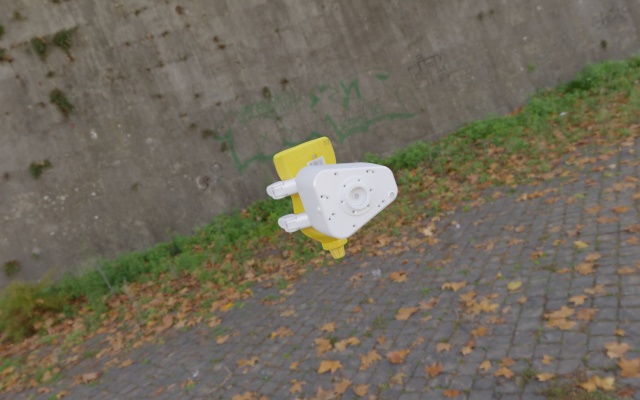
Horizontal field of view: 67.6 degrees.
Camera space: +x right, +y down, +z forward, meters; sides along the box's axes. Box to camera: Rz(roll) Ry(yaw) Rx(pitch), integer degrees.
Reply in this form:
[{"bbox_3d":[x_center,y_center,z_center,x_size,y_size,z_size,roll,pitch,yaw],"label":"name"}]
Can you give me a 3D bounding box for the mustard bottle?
[{"bbox_3d":[0.000,0.002,0.761,0.096,0.191,0.058,-26,11,-34],"label":"mustard bottle"}]
